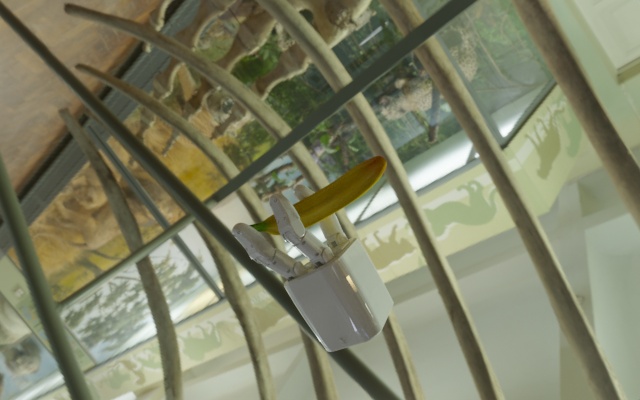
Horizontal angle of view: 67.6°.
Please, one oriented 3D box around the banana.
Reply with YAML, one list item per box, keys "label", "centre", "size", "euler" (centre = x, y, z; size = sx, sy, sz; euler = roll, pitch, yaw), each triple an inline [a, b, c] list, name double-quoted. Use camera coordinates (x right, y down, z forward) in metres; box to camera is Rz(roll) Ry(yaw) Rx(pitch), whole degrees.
- label: "banana"
  centre: [0.004, 0.002, 0.594]
  size: [0.198, 0.037, 0.069]
  euler: [-29, -6, 21]
